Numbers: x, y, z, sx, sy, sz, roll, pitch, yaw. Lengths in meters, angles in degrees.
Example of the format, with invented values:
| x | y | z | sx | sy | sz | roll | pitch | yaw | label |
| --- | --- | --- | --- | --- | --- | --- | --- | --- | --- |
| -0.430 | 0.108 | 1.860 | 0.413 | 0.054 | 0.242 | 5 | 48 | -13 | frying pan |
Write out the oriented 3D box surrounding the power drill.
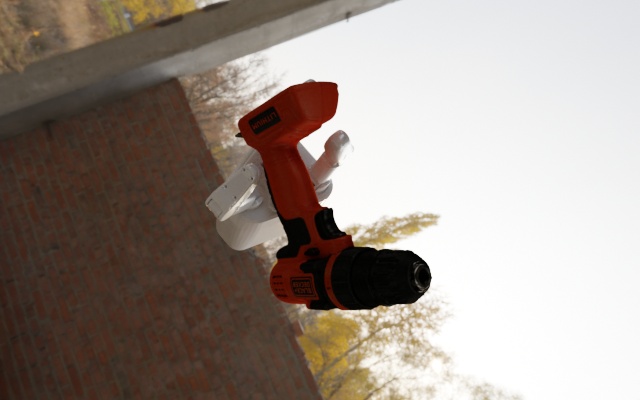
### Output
| x | y | z | sx | sy | sz | roll | pitch | yaw | label |
| --- | --- | --- | --- | --- | --- | --- | --- | --- | --- |
| 0.000 | 0.001 | 0.403 | 0.057 | 0.187 | 0.184 | -13 | -1 | -39 | power drill |
